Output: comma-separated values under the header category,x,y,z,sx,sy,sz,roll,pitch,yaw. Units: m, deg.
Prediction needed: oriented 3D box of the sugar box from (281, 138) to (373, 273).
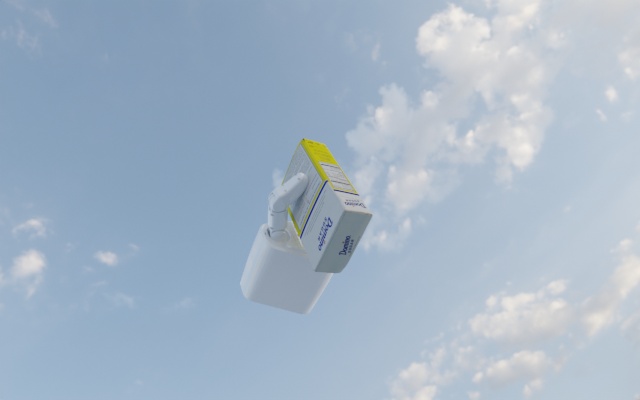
category,x,y,z,sx,sy,sz,roll,pitch,yaw
sugar box,0.000,0.002,0.616,0.048,0.093,0.176,9,31,-29
